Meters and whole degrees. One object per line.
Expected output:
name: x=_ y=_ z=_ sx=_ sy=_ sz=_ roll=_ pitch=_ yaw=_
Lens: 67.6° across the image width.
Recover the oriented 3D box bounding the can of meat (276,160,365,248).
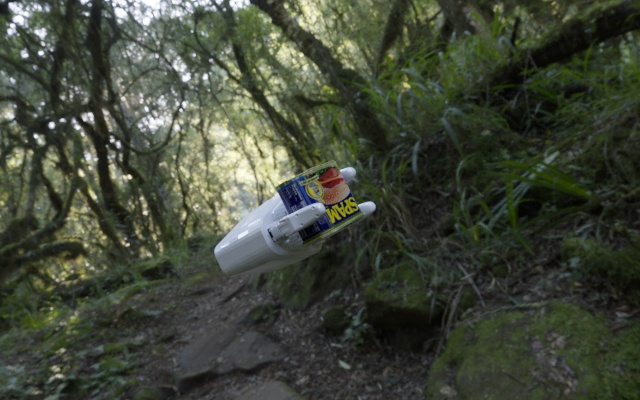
can of meat: x=0.000 y=0.002 z=0.618 sx=0.057 sy=0.084 sz=0.102 roll=-29 pitch=-3 yaw=37
